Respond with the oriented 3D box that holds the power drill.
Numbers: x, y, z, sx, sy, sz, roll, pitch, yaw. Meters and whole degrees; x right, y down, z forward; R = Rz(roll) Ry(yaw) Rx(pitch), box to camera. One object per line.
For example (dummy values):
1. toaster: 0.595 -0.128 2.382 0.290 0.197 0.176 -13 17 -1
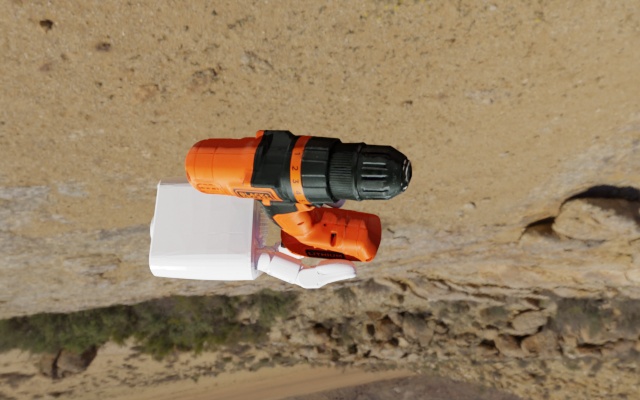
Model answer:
1. power drill: 0.000 0.002 0.429 0.184 0.057 0.188 5 -23 22
